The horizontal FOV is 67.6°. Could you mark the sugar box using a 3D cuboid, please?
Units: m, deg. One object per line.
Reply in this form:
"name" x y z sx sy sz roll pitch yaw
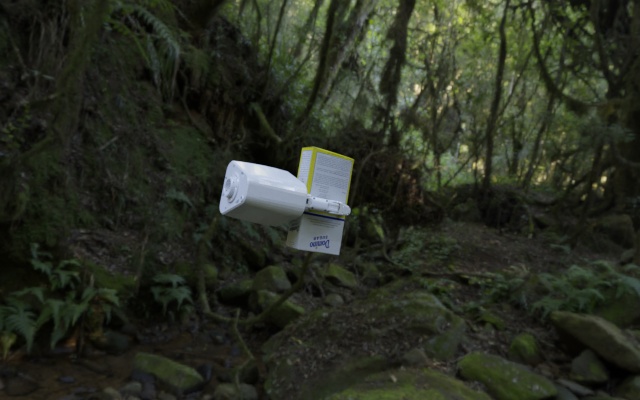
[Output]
"sugar box" 0.000 0.003 0.836 0.093 0.176 0.048 13 -3 -34
